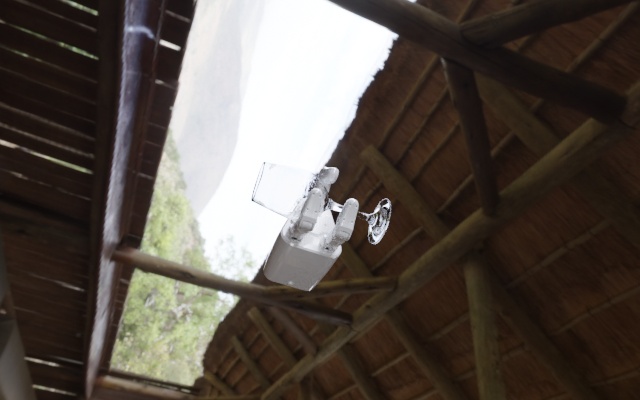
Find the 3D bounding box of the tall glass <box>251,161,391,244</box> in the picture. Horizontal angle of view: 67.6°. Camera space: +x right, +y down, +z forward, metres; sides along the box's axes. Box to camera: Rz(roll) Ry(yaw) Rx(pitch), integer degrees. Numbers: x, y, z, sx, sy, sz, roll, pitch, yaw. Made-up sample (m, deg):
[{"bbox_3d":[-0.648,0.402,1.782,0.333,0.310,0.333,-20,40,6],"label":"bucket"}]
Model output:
[{"bbox_3d":[0.001,0.002,0.719,0.201,0.079,0.079,19,-4,-13],"label":"tall glass"}]
